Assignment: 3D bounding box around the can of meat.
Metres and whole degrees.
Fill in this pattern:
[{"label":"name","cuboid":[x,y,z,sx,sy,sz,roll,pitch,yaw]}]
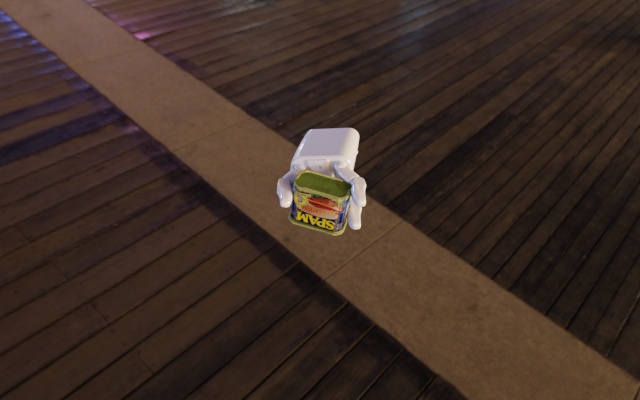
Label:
[{"label":"can of meat","cuboid":[0.000,0.002,0.821,0.102,0.084,0.057,16,42,8]}]
